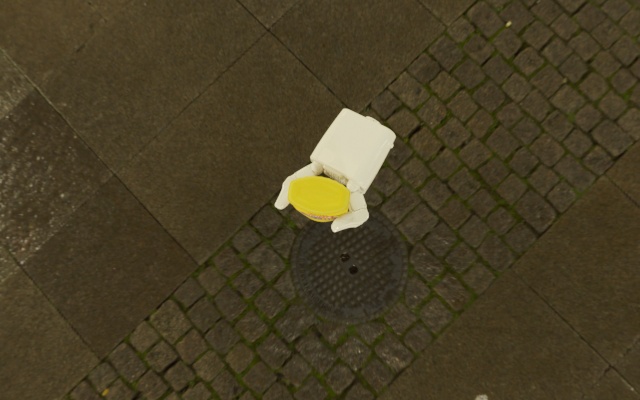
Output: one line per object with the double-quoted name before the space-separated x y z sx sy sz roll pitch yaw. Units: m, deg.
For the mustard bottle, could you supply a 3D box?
"mustard bottle" 0.000 0.003 0.817 0.096 0.058 0.191 7 -7 3
